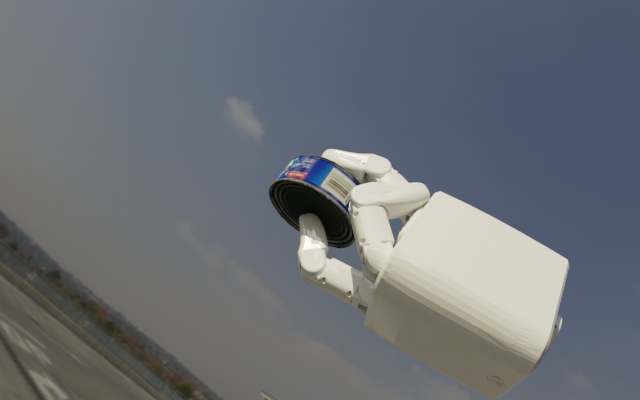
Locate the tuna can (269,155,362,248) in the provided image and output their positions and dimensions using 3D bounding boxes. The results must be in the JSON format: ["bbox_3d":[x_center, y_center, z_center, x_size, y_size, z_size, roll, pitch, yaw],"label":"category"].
[{"bbox_3d":[0.000,0.001,0.415,0.086,0.033,0.086,26,-30,16],"label":"tuna can"}]
